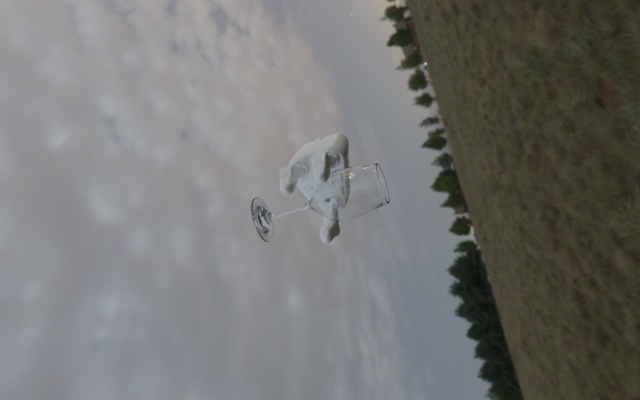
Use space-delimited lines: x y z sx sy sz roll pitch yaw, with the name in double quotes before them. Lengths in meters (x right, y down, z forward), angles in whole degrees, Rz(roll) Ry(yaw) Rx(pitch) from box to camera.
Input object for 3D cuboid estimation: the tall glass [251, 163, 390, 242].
"tall glass" -0.001 0.003 0.725 0.201 0.079 0.079 -17 -5 16
